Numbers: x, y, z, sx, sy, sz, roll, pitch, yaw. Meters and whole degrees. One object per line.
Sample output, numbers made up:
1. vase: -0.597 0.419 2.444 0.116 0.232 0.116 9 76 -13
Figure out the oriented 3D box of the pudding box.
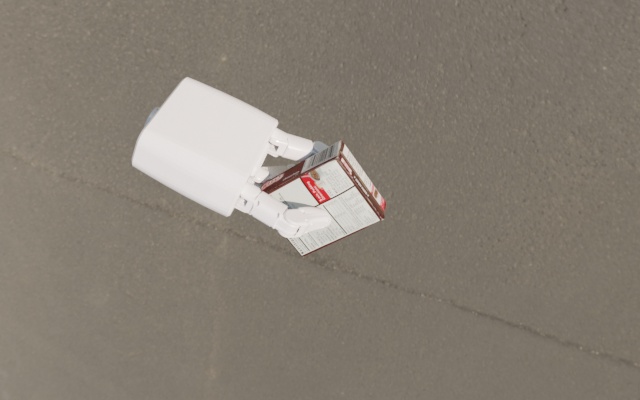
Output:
1. pudding box: 0.000 0.002 0.513 0.113 0.090 0.039 -26 25 28
